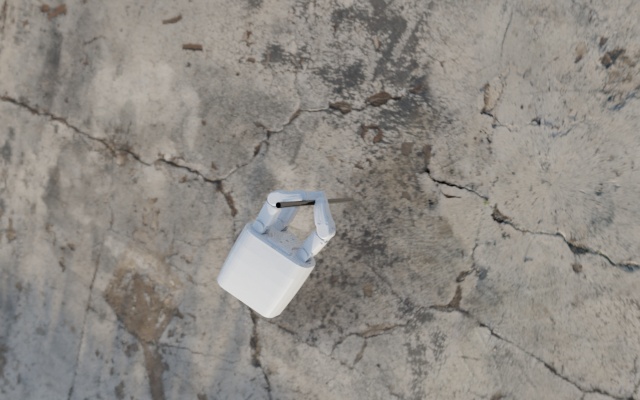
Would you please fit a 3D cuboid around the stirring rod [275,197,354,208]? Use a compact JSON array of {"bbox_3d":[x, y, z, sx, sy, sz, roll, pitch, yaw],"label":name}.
[{"bbox_3d":[0.000,0.002,0.705,0.011,0.011,0.239,0,2,26],"label":"stirring rod"}]
